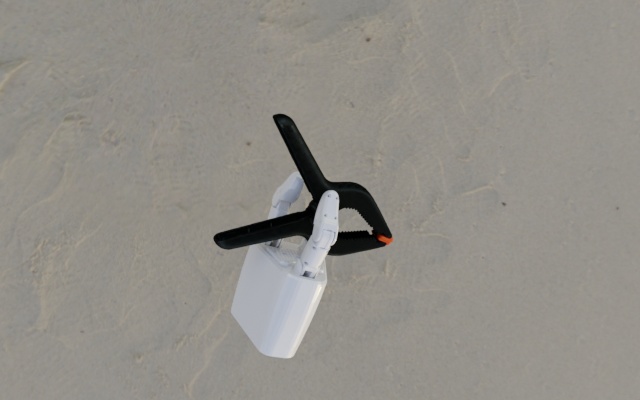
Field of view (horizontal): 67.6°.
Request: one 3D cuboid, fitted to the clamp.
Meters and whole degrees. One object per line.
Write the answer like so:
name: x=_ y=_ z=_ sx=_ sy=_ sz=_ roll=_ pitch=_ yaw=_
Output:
clamp: x=0.001 y=0.002 z=0.556 sx=0.210 sy=0.164 sz=0.036 roll=16 pitch=16 yaw=-23
